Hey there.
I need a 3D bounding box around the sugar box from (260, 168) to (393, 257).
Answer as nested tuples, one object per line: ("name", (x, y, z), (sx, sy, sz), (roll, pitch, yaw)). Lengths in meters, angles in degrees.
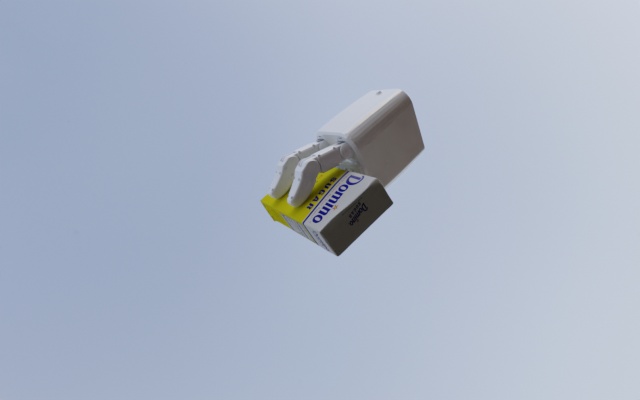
("sugar box", (0.000, 0.001, 0.592), (0.093, 0.048, 0.176), (-43, 25, -15))
